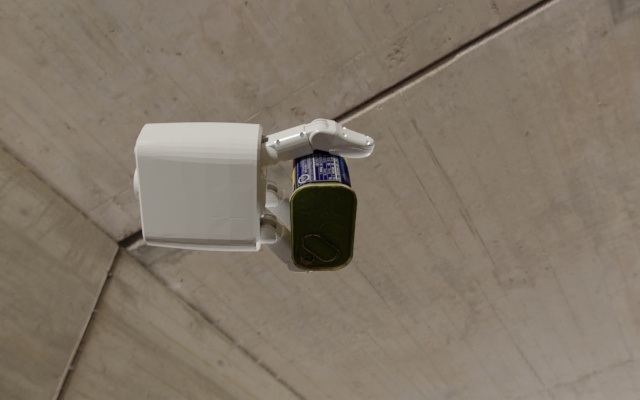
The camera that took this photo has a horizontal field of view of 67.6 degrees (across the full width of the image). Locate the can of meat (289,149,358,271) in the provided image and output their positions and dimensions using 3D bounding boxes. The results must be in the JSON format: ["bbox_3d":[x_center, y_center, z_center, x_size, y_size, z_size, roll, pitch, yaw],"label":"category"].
[{"bbox_3d":[0.000,0.001,0.451,0.057,0.102,0.084,-1,39,-3],"label":"can of meat"}]
